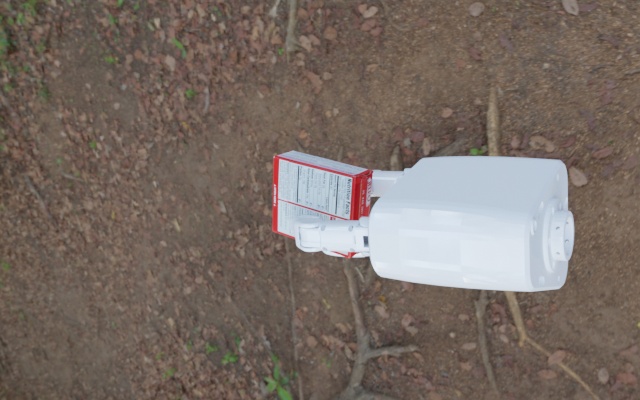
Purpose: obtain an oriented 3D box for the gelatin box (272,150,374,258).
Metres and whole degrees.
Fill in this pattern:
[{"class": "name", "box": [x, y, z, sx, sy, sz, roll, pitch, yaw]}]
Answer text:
[{"class": "gelatin box", "box": [0.000, 0.001, 0.415, 0.089, 0.073, 0.030, 16, 24, 32]}]
